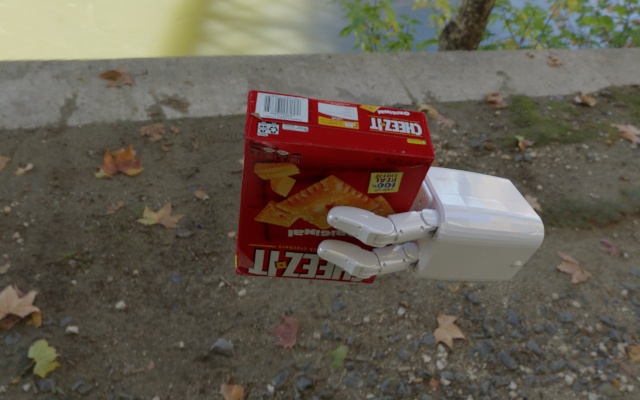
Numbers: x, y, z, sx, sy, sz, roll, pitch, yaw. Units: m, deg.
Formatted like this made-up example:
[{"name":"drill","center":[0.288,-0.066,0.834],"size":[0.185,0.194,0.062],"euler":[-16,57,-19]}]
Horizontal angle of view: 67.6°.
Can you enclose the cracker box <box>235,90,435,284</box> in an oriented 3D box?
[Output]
[{"name":"cracker box","center":[0.000,0.001,0.487],"size":[0.164,0.072,0.214],"euler":[6,-41,-8]}]
